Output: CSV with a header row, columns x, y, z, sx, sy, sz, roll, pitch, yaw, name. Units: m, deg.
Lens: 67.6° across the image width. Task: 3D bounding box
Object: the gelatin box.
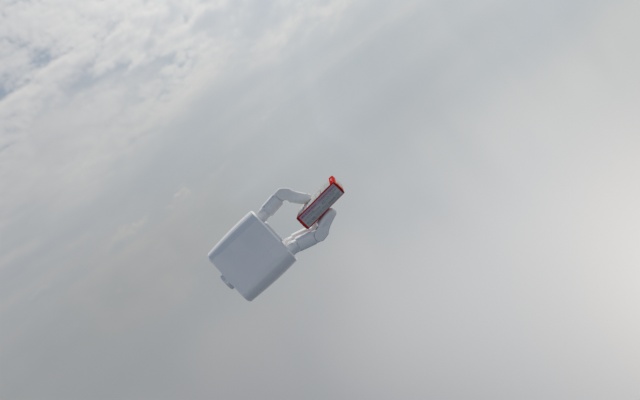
x,y,z,sx,sy,sz,roll,pitch,yaw,name
0.000,0.002,0.810,0.030,0.089,0.073,43,8,-8,gelatin box
